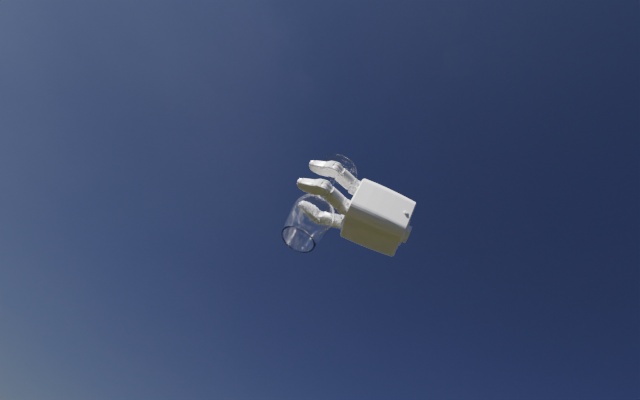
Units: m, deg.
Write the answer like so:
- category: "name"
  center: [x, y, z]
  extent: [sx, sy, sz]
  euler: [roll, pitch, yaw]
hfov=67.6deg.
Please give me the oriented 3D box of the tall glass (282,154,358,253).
- category: "tall glass"
  center: [0.000, 0.002, 0.868]
  extent: [0.079, 0.079, 0.201]
  euler: [0, 40, 30]
